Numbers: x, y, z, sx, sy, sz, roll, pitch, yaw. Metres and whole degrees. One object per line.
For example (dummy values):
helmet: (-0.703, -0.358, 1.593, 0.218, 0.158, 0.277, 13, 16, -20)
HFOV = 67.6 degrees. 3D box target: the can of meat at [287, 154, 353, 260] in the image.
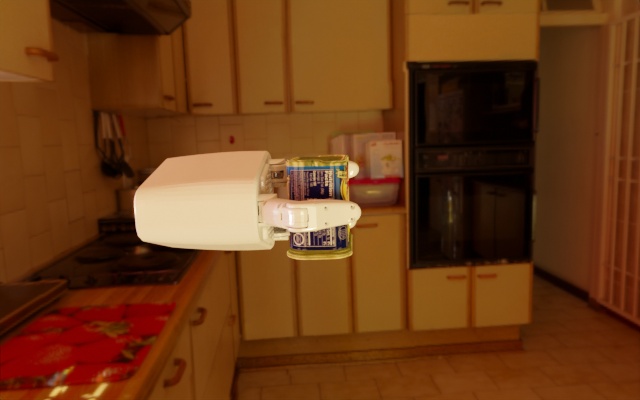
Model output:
can of meat: (0.000, 0.001, 0.442, 0.057, 0.084, 0.102, -1, 8, 4)
